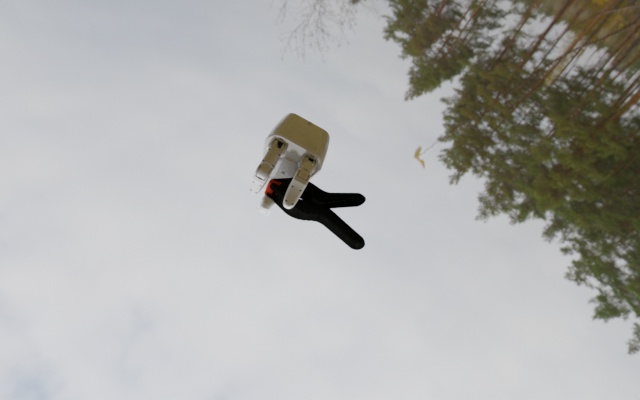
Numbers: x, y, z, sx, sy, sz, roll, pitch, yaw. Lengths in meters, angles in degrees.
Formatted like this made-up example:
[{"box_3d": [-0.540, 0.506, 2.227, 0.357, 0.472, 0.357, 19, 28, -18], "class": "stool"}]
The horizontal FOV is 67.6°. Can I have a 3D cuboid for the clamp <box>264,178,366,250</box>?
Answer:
[{"box_3d": [0.000, 0.003, 0.751, 0.171, 0.039, 0.120, 28, 32, -6], "class": "clamp"}]
